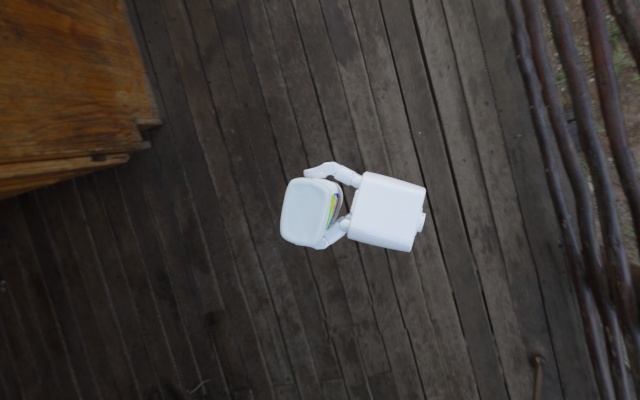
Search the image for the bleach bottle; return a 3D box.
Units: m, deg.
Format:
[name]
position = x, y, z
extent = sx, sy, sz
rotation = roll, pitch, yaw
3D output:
[bleach bottle]
position = 0.000, 0.003, 0.808
extent = 0.068, 0.102, 0.251
rotation = 15, 11, 9
